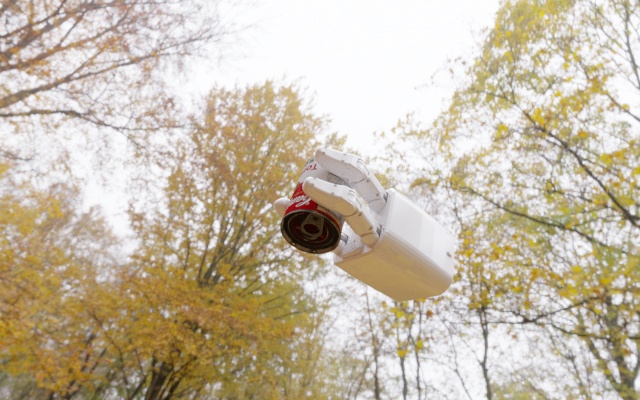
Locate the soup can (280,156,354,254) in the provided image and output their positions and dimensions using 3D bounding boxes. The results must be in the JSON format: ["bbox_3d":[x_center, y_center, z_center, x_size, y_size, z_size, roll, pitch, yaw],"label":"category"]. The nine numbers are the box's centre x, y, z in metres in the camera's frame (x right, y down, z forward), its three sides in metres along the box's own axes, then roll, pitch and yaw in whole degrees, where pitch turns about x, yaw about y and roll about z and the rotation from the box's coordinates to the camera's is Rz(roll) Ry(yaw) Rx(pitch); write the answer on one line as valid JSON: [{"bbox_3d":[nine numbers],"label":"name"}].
[{"bbox_3d":[0.000,0.001,0.553,0.068,0.069,0.102,0,43,18],"label":"soup can"}]
